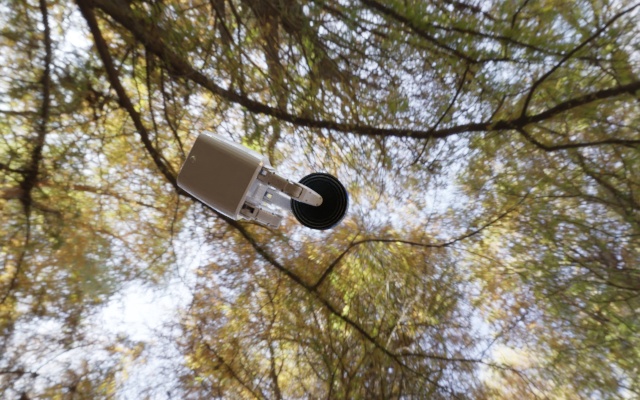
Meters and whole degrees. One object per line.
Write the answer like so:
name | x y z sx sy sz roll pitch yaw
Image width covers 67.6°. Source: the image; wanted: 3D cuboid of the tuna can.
tuna can | 0.000 0.002 0.714 0.086 0.086 0.034 0 -6 11
